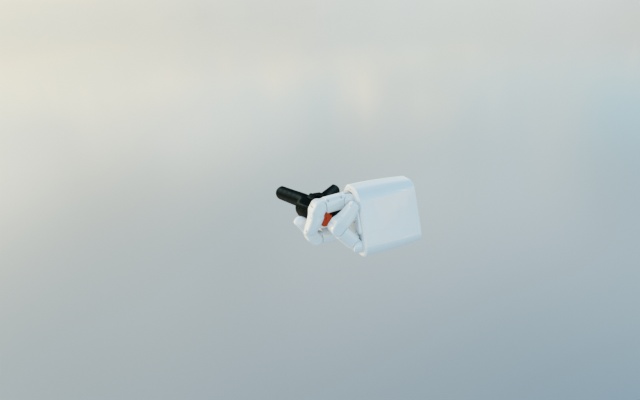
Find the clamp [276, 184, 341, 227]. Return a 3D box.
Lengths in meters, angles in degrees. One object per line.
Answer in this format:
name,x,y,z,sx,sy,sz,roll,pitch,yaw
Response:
clamp,0.000,0.002,0.839,0.120,0.039,0.171,-11,23,-19
